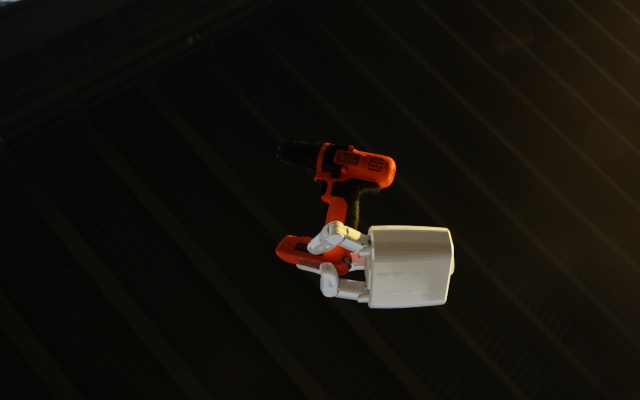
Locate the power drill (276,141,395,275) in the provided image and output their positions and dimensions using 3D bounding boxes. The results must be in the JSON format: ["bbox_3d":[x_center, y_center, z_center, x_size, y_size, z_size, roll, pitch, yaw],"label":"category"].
[{"bbox_3d":[0.000,0.003,0.694,0.184,0.187,0.057,12,-19,19],"label":"power drill"}]
